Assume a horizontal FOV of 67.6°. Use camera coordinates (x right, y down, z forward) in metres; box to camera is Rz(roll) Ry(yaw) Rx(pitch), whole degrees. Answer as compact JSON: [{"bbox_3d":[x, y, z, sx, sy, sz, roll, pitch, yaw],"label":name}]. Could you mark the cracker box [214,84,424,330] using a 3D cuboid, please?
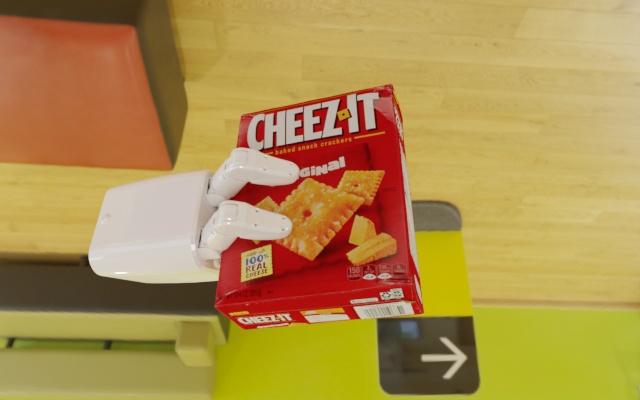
[{"bbox_3d":[0.000,0.002,0.444,0.164,0.213,0.072,-8,-34,14],"label":"cracker box"}]
